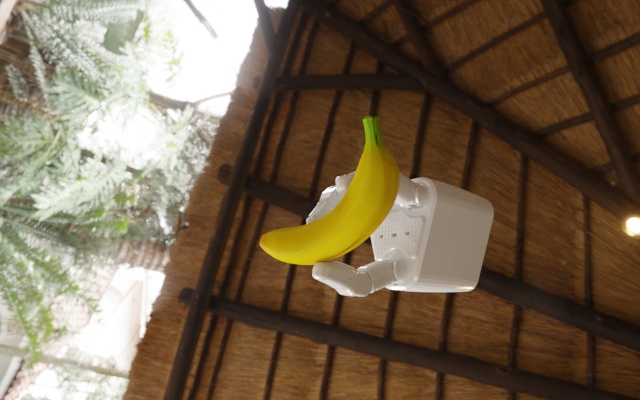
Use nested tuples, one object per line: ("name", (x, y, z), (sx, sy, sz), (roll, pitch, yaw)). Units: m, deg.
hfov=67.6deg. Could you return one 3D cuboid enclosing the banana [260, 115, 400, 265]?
("banana", (0.009, 0.015, 0.412), (0.037, 0.069, 0.198), (-3, -30, -40))
